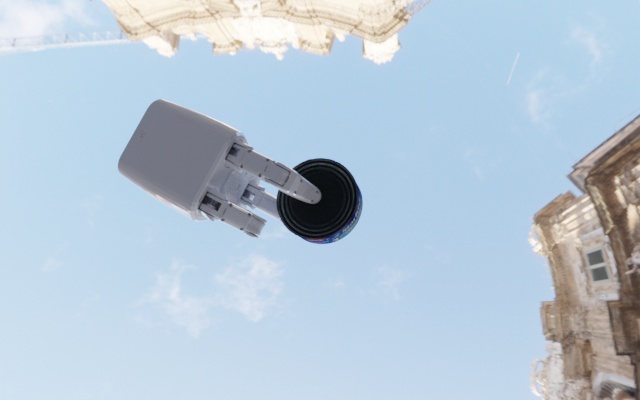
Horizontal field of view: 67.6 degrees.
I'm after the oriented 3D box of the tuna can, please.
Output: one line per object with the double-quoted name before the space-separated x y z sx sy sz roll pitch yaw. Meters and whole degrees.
"tuna can" 0.000 0.002 0.496 0.086 0.086 0.034 0 -15 15
